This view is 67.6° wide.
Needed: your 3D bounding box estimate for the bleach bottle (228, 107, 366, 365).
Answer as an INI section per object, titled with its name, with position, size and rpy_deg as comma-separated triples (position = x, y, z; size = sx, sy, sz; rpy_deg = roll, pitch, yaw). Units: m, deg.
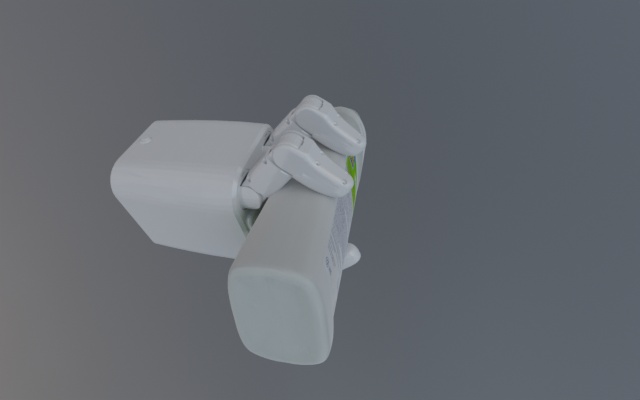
[bleach bottle]
position = 0.000, 0.001, 0.404
size = 0.068, 0.103, 0.250
rpy_deg = 6, 40, 12
